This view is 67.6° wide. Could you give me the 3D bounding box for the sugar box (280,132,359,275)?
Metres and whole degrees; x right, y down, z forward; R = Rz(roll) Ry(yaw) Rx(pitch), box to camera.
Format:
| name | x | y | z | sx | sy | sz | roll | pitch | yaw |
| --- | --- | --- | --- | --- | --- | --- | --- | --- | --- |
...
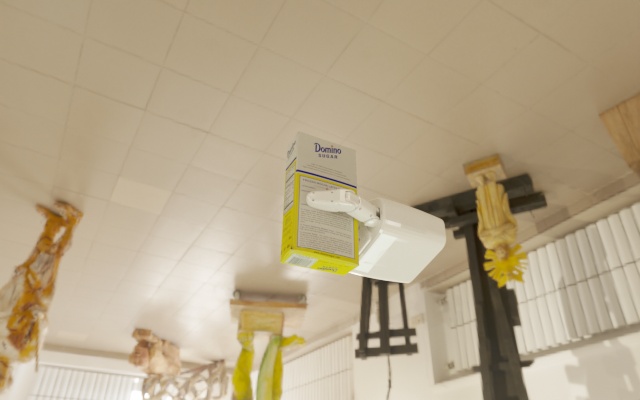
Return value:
| name | x | y | z | sx | sy | sz | roll | pitch | yaw |
| --- | --- | --- | --- | --- | --- | --- | --- | --- | --- |
| sugar box | 0.000 | 0.002 | 0.625 | 0.093 | 0.176 | 0.048 | 16 | -36 | -23 |
